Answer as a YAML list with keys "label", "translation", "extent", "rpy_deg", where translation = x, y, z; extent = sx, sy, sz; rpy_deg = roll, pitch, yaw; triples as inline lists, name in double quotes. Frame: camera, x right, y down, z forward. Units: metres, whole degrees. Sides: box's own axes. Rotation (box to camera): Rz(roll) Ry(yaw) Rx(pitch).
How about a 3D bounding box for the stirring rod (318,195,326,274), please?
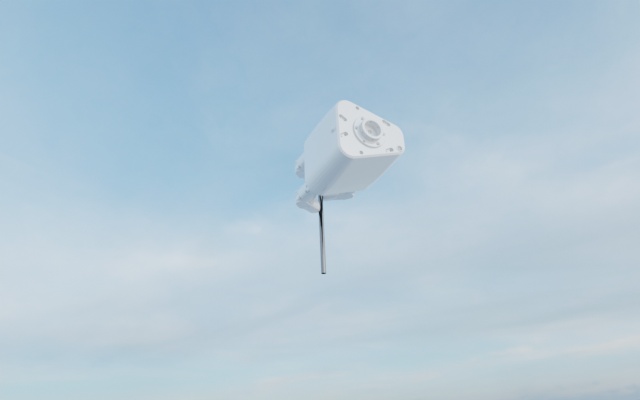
- label: "stirring rod"
  translation: [0.000, 0.003, 0.774]
  extent: [0.011, 0.239, 0.011]
  rpy_deg: [-2, -26, -1]
